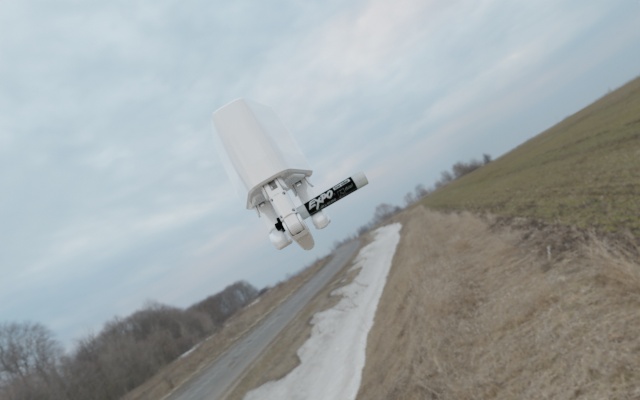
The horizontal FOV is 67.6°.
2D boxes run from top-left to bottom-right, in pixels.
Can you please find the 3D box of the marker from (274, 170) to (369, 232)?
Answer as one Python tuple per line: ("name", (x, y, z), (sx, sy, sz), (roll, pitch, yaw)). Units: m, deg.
("marker", (0.000, 0.002, 0.562), (0.121, 0.020, 0.020), (-30, 0, -1))
